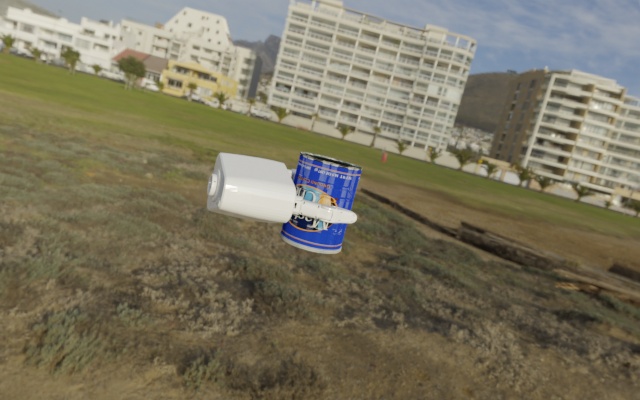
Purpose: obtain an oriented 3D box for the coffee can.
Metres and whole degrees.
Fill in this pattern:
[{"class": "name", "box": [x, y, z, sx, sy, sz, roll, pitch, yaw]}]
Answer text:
[{"class": "coffee can", "box": [0.000, 0.003, 0.766, 0.103, 0.140, 0.103, 14, 9, -2]}]
